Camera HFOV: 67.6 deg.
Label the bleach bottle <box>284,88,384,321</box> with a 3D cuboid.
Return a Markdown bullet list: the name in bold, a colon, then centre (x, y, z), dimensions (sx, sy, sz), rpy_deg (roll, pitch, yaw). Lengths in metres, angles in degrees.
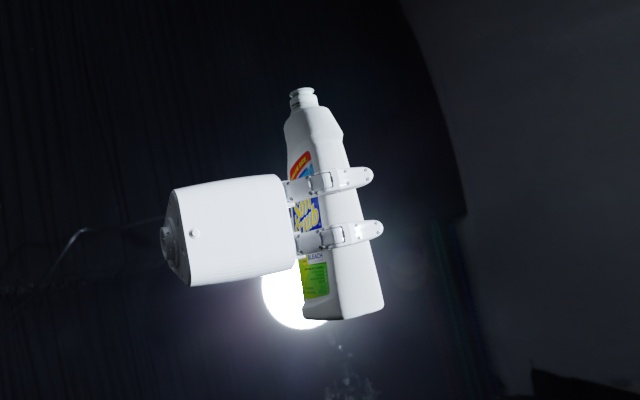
- **bleach bottle**: centre (0.000, 0.002, 0.531), dimensions (0.068, 0.251, 0.102), rpy_deg (-8, -8, -30)
